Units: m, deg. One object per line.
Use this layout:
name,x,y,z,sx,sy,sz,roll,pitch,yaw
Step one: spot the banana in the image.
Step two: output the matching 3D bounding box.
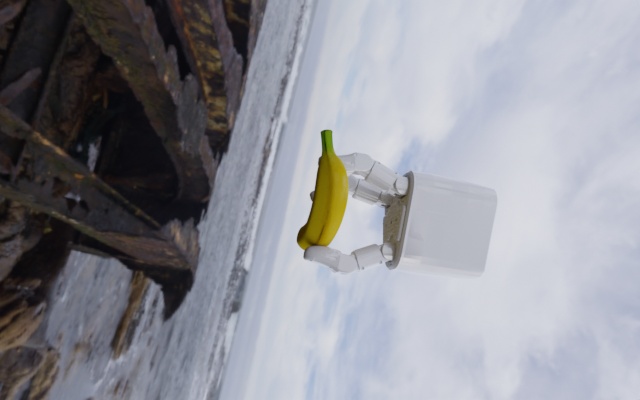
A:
banana,0.001,0.014,0.533,0.037,0.069,0.198,5,-39,-10
